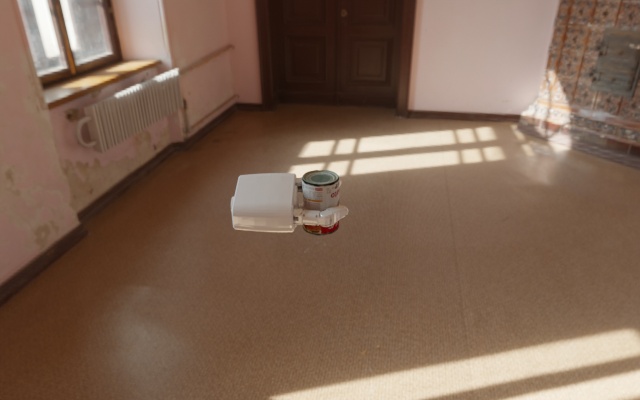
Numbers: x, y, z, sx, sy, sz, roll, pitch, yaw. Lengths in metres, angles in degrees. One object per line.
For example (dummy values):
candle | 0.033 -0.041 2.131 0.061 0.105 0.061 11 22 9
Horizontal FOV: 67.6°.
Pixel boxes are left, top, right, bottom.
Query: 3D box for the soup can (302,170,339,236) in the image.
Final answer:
soup can | 0.001 0.003 0.864 0.068 0.102 0.068 0 27 0
